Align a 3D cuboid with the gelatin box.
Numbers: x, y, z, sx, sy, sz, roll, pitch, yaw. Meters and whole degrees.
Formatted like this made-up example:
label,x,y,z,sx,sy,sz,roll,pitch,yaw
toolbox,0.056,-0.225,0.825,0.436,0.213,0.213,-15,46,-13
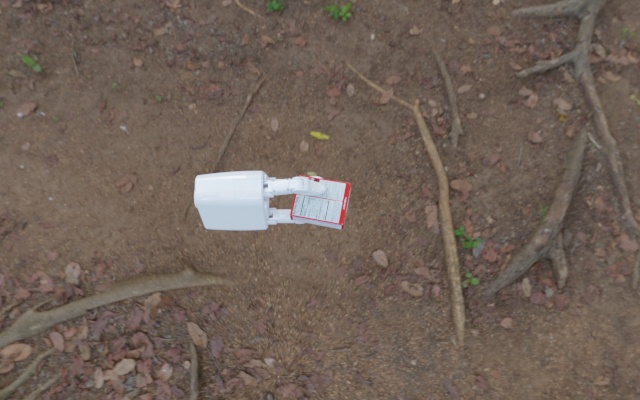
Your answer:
label,x,y,z,sx,sy,sz,roll,pitch,yaw
gelatin box,0.000,0.002,0.779,0.089,0.073,0.030,9,-19,5
